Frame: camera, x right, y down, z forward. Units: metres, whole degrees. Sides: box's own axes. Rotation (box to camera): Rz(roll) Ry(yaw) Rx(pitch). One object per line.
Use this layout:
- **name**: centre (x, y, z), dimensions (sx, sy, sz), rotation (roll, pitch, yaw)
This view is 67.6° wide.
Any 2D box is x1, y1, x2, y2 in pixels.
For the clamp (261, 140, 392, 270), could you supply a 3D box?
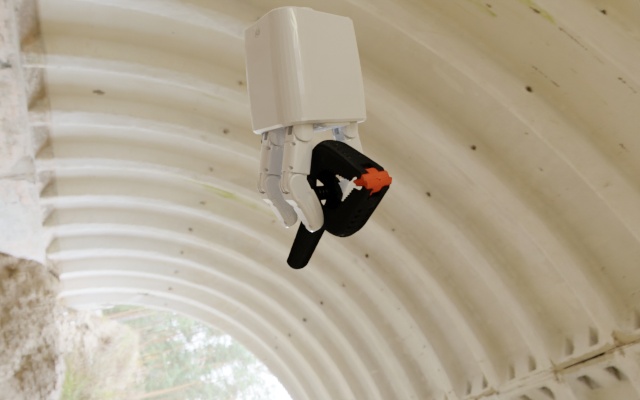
- **clamp**: centre (0.001, 0.001, 0.491), dimensions (0.036, 0.164, 0.210), rotation (-13, 8, -29)
